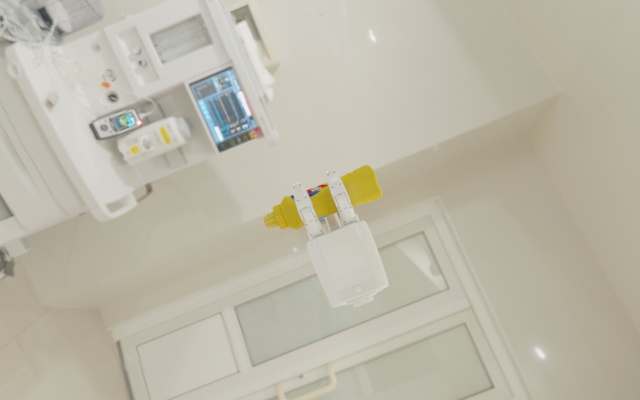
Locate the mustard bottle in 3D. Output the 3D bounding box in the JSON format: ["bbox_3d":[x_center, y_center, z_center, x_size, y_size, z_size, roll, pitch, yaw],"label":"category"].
[{"bbox_3d":[0.000,0.002,0.771,0.191,0.058,0.096,-21,8,2],"label":"mustard bottle"}]
